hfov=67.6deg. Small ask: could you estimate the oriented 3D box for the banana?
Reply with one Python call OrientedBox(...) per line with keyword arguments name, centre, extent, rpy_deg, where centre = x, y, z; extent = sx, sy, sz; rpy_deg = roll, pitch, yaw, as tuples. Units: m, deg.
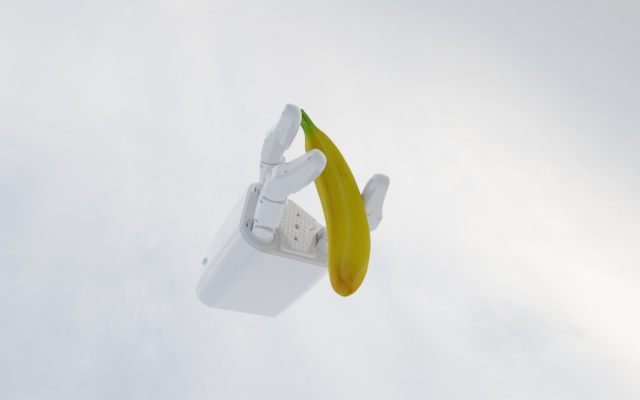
OrientedBox(name="banana", centre=(0.012, 0.005, 0.424), extent=(0.037, 0.197, 0.070), rpy_deg=(-39, -43, 26))
